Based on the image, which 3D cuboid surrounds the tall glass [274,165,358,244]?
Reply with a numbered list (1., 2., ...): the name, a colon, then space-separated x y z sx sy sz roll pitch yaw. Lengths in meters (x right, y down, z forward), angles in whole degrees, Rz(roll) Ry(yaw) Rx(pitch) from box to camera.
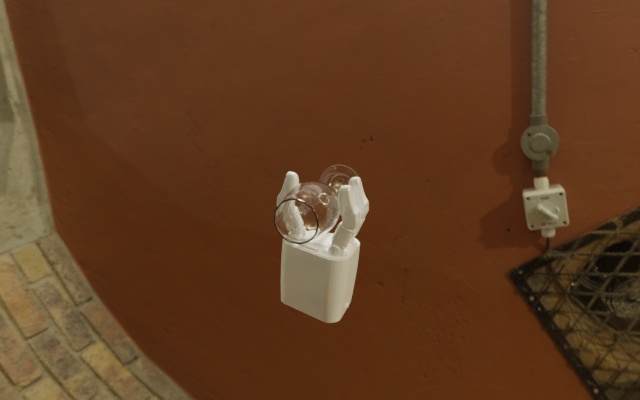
1. tall glass: 0.000 0.002 0.703 0.079 0.079 0.201 0 14 19
